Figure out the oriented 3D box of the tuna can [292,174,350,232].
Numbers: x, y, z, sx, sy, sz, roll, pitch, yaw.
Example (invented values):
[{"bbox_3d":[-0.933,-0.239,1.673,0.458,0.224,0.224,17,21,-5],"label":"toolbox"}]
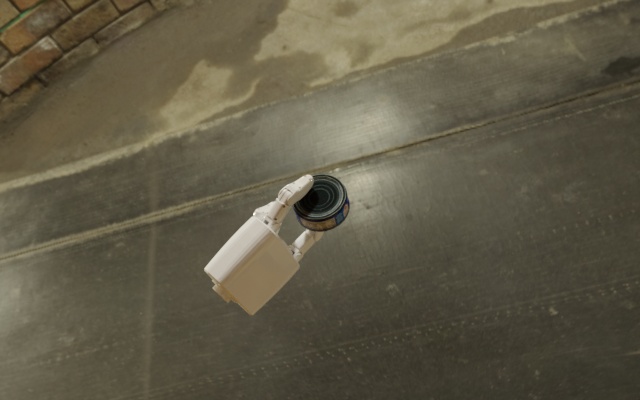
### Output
[{"bbox_3d":[0.000,0.002,0.722,0.086,0.086,0.034,0,-34,12],"label":"tuna can"}]
